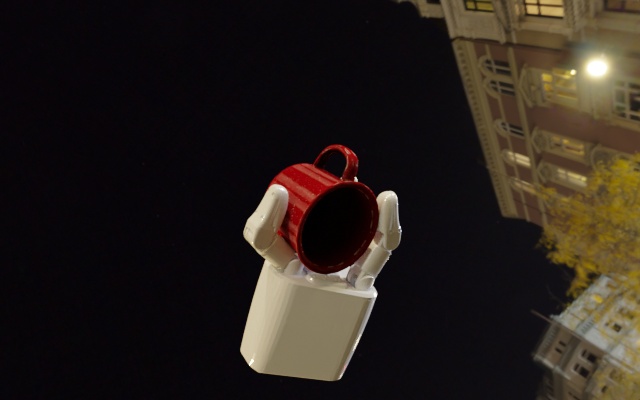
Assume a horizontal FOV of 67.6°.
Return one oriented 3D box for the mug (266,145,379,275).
[{"bbox_3d":[0.000,0.000,0.466,0.093,0.117,0.081,11,14,-38],"label":"mug"}]
